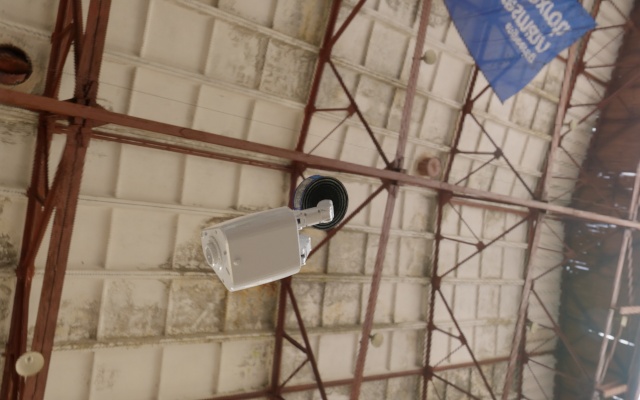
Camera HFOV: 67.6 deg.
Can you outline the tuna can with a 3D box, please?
[{"bbox_3d":[0.000,0.002,0.758,0.086,0.086,0.033,0,8,-31],"label":"tuna can"}]
